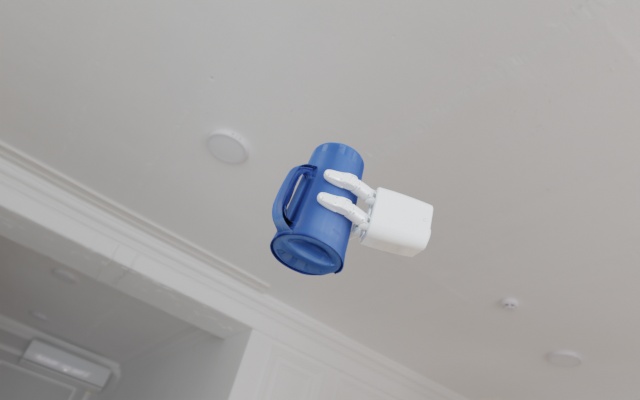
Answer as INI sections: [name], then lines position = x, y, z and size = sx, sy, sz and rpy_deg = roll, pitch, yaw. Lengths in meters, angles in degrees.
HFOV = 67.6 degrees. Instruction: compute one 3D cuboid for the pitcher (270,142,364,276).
[pitcher]
position = 0.000, 0.003, 0.882
size = 0.145, 0.242, 0.149
rpy_deg = 18, -35, 1
